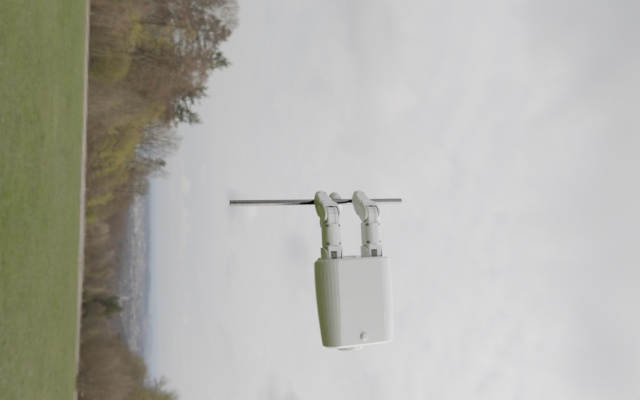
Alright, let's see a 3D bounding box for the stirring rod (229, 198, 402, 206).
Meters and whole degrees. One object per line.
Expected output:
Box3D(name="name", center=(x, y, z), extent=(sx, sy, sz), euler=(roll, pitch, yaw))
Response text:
Box3D(name="stirring rod", center=(0.000, 0.002, 0.638), extent=(0.239, 0.011, 0.011), euler=(-1, 0, -19))
